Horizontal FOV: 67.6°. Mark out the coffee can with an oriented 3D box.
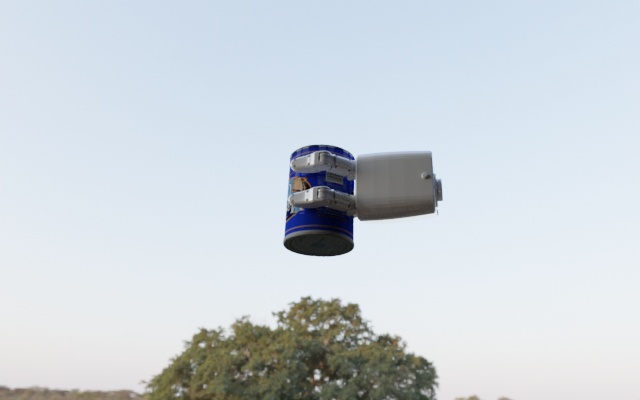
[{"bbox_3d":[0.000,0.003,0.712,0.103,0.140,0.103,2,-23,1],"label":"coffee can"}]
